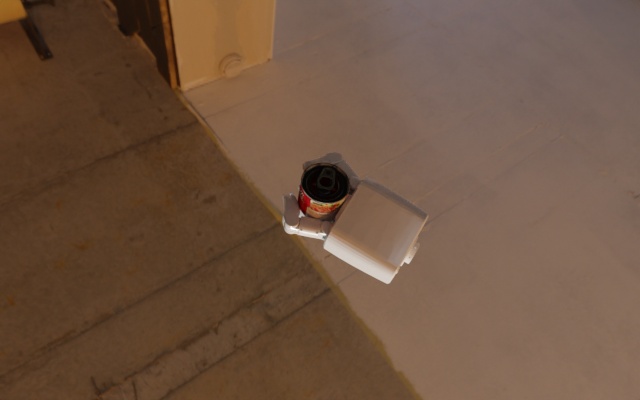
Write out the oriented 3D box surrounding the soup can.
[{"bbox_3d":[0.000,0.002,0.690,0.068,0.068,0.102,0,-32,-10],"label":"soup can"}]
